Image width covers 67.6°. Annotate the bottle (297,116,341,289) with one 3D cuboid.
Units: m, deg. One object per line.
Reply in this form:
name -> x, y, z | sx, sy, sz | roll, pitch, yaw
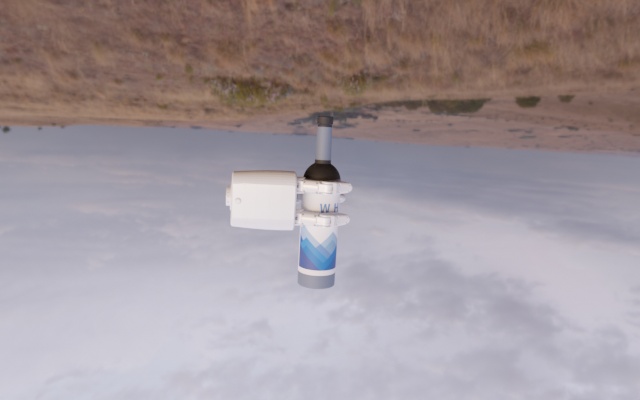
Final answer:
bottle -> 0.000, 0.003, 0.833 | 0.069, 0.296, 0.069 | 3, 9, 0
